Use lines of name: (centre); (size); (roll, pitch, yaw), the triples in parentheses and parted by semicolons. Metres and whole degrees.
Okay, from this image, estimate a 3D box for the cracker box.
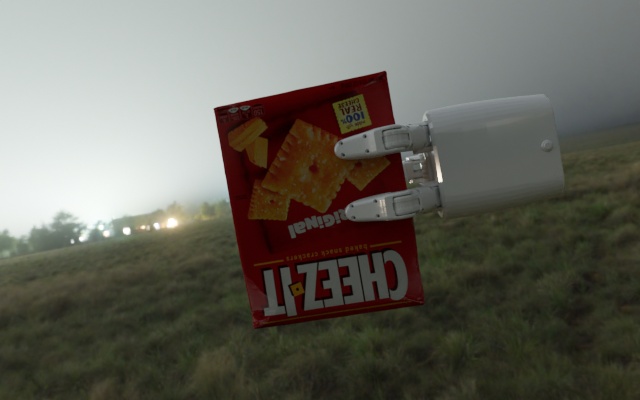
cracker box: (0.000, 0.001, 0.457); (0.164, 0.213, 0.072); (-10, 2, 6)
